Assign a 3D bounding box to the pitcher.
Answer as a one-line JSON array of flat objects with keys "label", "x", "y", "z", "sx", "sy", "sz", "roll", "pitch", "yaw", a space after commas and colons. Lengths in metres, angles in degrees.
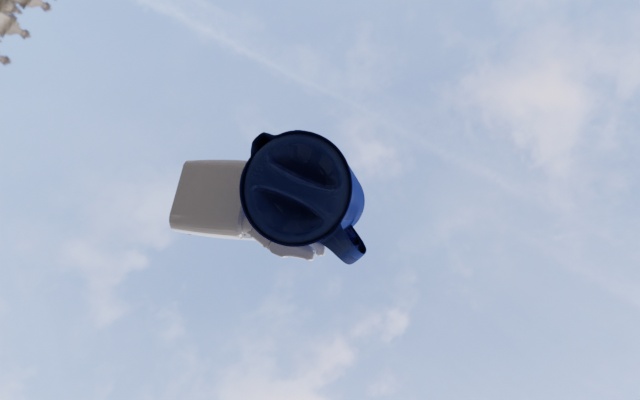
[{"label": "pitcher", "x": 0.000, "y": 0.002, "z": 0.650, "sx": 0.145, "sy": 0.149, "sz": 0.243, "roll": 4, "pitch": -3, "yaw": 13}]
